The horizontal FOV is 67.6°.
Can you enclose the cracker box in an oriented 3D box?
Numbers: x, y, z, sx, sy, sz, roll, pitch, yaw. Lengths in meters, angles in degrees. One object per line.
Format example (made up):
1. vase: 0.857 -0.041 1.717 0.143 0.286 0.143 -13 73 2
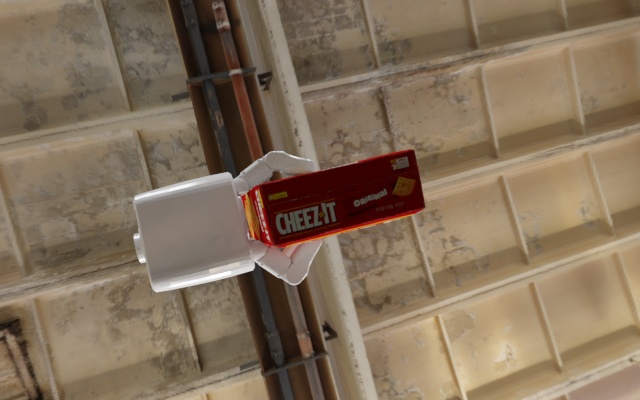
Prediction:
1. cracker box: 0.000 0.002 0.563 0.164 0.072 0.213 -14 2 -14
